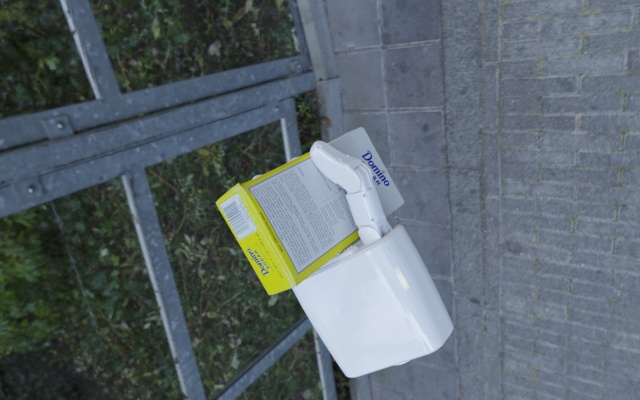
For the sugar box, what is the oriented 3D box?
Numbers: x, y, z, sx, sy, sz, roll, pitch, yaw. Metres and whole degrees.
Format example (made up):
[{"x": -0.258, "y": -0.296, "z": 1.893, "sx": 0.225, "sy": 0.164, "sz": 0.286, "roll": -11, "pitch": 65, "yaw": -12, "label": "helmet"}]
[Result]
[{"x": 0.000, "y": 0.002, "z": 0.442, "sx": 0.048, "sy": 0.093, "sz": 0.176, "roll": -28, "pitch": 2, "yaw": 43, "label": "sugar box"}]
